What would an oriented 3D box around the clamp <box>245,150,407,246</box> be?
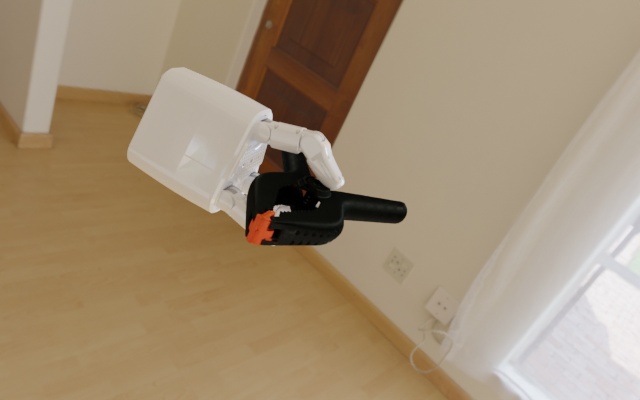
[{"bbox_3d":[0.000,0.001,0.467,0.164,0.036,0.210,29,25,7],"label":"clamp"}]
